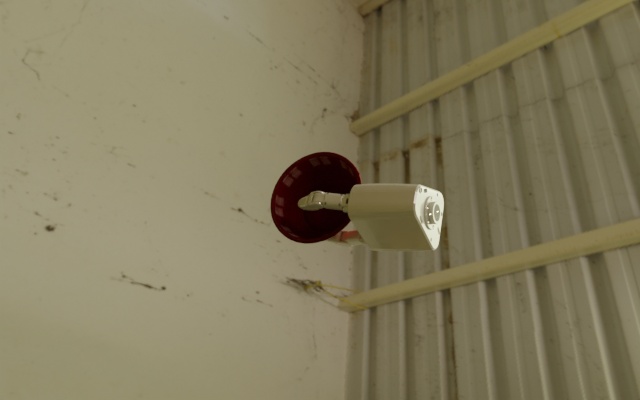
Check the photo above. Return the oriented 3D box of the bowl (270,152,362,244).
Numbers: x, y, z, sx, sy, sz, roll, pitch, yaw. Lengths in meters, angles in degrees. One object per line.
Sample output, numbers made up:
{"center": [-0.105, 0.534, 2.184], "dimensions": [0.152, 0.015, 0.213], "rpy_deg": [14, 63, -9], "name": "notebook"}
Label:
{"center": [-0.001, 0.002, 0.791], "dimensions": [0.162, 0.162, 0.055], "rpy_deg": [0, -23, 25], "name": "bowl"}
